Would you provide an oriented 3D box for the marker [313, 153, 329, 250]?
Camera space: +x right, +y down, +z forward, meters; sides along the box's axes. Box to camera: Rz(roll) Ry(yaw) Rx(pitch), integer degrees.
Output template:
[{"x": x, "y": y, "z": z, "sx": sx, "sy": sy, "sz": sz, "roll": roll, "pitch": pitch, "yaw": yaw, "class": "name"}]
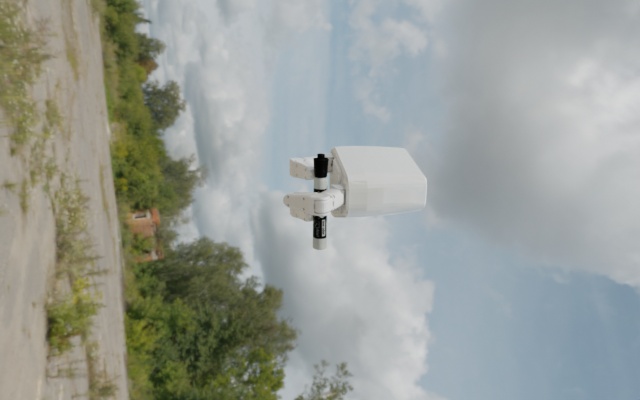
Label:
[{"x": 0.000, "y": 0.002, "z": 0.591, "sx": 0.020, "sy": 0.121, "sz": 0.020, "roll": 1, "pitch": 16, "yaw": 0, "class": "marker"}]
